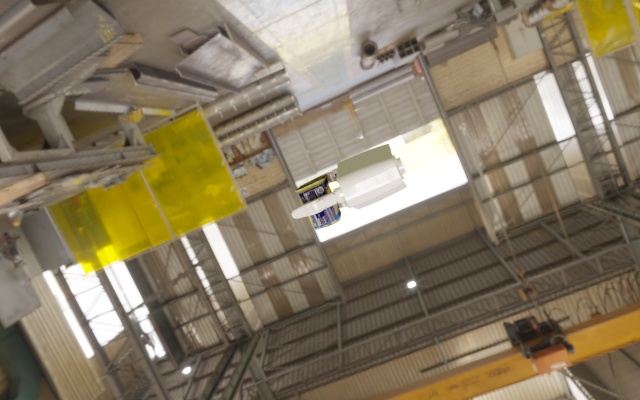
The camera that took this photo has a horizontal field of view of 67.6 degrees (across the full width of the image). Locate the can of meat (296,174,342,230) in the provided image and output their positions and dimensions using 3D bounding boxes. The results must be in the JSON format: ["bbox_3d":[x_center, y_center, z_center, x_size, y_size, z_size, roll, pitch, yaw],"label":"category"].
[{"bbox_3d":[0.000,0.003,0.900,0.057,0.084,0.102,-24,7,8],"label":"can of meat"}]
